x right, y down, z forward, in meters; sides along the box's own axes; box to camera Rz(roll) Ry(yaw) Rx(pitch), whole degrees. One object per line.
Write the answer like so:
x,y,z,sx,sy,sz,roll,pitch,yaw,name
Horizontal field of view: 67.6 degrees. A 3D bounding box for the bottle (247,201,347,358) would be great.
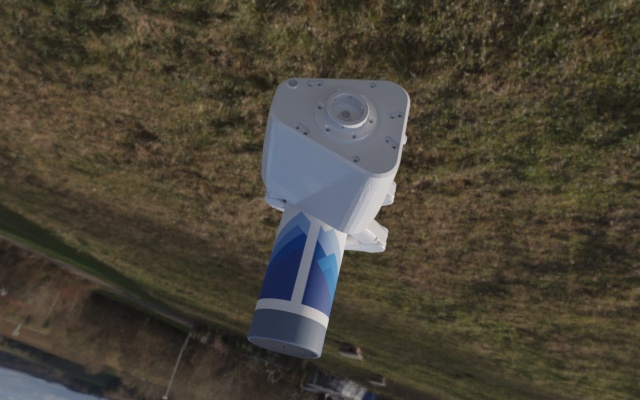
0.000,0.002,0.483,0.069,0.295,0.069,11,-27,6,bottle
